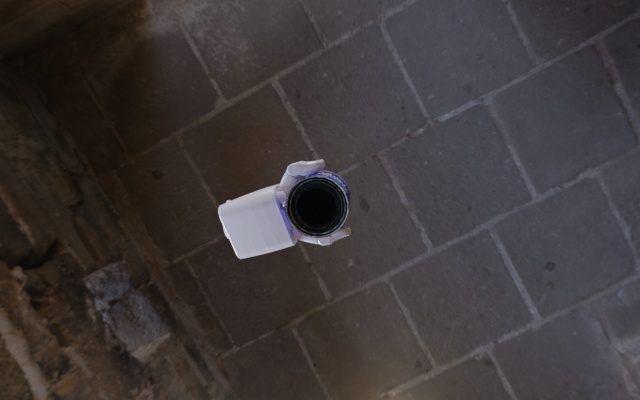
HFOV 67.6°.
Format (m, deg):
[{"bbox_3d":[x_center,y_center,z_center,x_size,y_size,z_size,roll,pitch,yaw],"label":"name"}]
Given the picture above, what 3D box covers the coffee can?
[{"bbox_3d":[0.000,0.003,0.833,0.103,0.103,0.140,0,6,4],"label":"coffee can"}]
